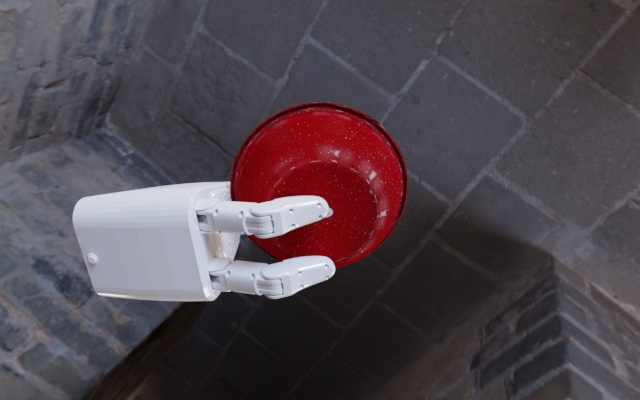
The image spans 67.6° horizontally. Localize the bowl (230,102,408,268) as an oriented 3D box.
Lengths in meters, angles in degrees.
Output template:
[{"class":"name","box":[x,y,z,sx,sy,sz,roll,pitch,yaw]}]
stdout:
[{"class":"bowl","box":[0.001,0.001,0.409,0.162,0.162,0.055,0,22,-3]}]
